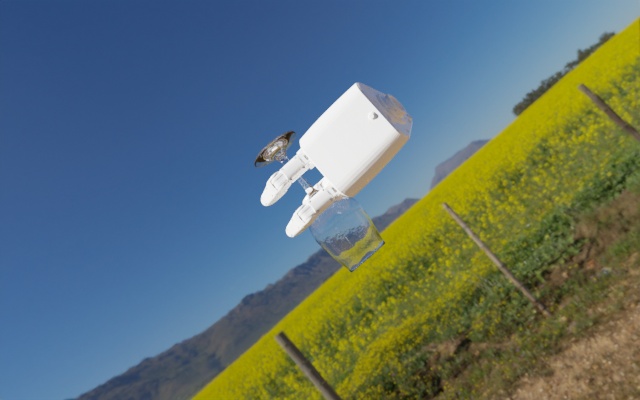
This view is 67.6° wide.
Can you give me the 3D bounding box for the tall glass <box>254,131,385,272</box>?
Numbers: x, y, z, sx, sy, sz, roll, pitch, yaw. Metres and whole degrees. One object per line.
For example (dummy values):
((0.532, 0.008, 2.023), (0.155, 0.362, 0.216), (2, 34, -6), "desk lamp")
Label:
((0.000, 0.002, 0.654), (0.079, 0.201, 0.079), (-39, -9, -7), "tall glass")
